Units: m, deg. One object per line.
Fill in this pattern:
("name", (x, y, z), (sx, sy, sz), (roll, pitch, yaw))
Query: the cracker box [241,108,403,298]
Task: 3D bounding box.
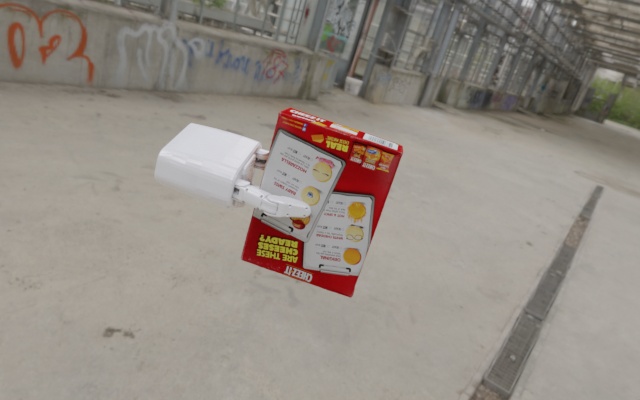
("cracker box", (0.000, 0.002, 0.647), (0.164, 0.214, 0.072), (19, 20, 4))
